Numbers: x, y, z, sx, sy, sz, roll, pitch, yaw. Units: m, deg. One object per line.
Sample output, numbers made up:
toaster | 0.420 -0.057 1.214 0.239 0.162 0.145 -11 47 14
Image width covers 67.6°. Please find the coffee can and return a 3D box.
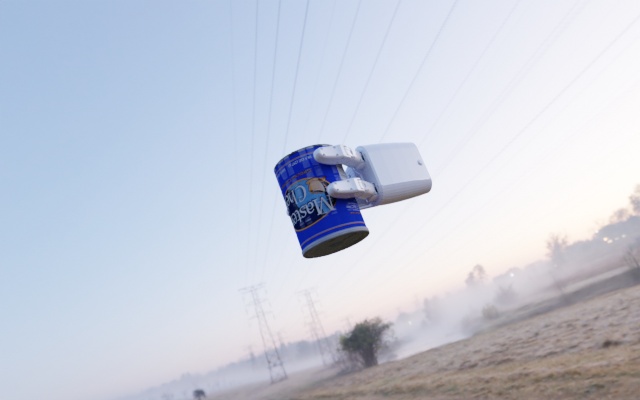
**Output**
coffee can | 0.000 0.003 0.707 0.103 0.140 0.103 -18 -18 -6
